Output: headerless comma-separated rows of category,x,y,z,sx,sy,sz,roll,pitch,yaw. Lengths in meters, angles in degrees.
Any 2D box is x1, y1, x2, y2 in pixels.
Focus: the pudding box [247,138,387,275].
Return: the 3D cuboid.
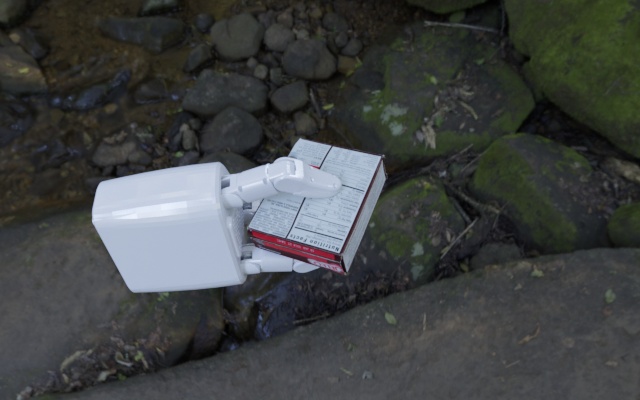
pudding box,0.000,0.001,0.428,0.090,0.113,0.039,15,-30,19
